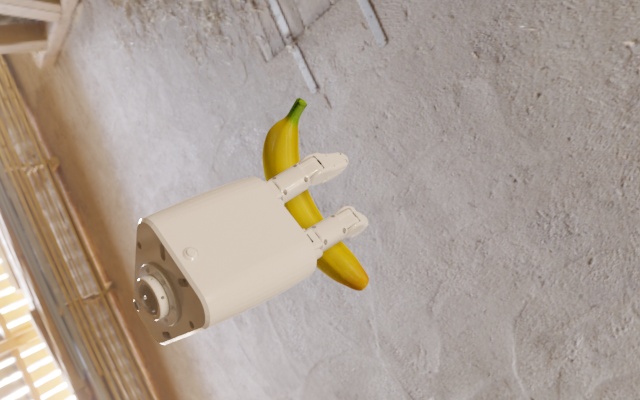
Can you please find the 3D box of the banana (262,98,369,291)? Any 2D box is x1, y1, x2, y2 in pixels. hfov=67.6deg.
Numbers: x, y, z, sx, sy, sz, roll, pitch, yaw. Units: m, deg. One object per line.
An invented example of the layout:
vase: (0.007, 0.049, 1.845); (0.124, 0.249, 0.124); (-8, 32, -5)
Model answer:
banana: (-0.014, 0.003, 0.478); (0.069, 0.198, 0.037); (-20, 1, 41)
